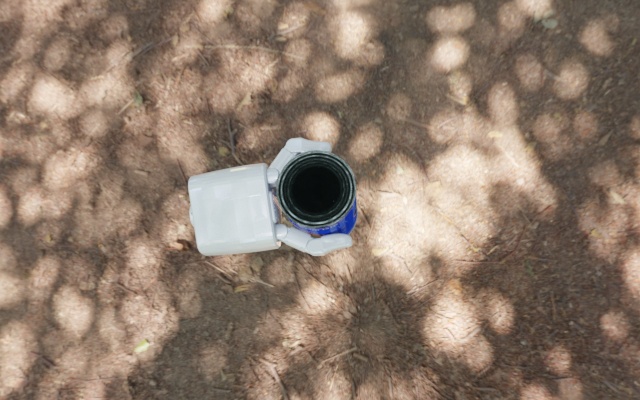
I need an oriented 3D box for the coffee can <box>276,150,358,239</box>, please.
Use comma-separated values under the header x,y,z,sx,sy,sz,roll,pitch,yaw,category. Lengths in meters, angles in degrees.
x,y,z,sx,sy,sz,roll,pitch,yaw,category
0.000,0.002,0.666,0.103,0.102,0.140,0,-14,5,coffee can
